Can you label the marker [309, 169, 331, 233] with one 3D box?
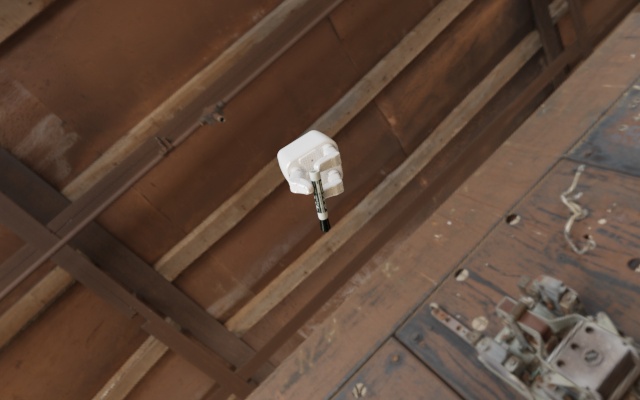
[{"bbox_3d":[0.000,0.003,0.858,0.020,0.121,0.020,-9,24,4],"label":"marker"}]
